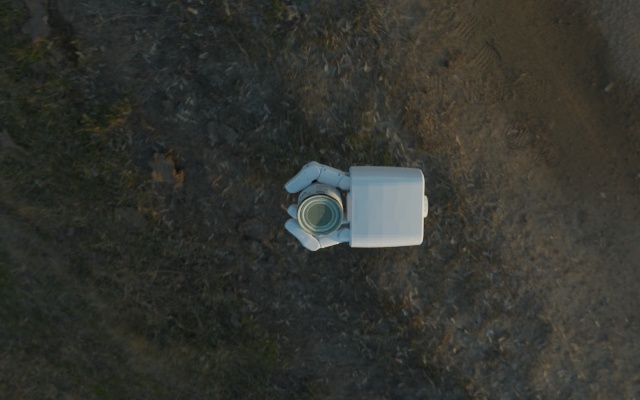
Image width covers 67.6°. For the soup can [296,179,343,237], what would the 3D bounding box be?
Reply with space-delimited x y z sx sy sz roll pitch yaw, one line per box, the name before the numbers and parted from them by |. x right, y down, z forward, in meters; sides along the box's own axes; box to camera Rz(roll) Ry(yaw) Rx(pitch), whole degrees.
soup can | 0.000 0.002 0.712 0.068 0.068 0.102 0 23 1
